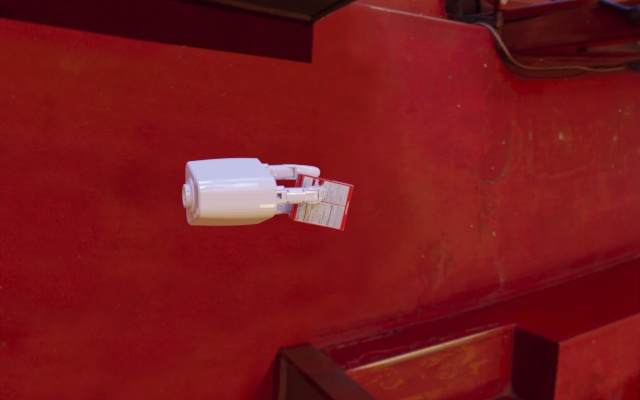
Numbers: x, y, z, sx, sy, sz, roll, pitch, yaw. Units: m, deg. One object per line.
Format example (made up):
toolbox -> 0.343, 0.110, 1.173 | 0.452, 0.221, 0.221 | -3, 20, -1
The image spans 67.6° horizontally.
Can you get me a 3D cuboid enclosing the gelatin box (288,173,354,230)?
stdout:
gelatin box -> 0.001, 0.003, 0.744 | 0.089, 0.073, 0.030 | 12, 2, -21
